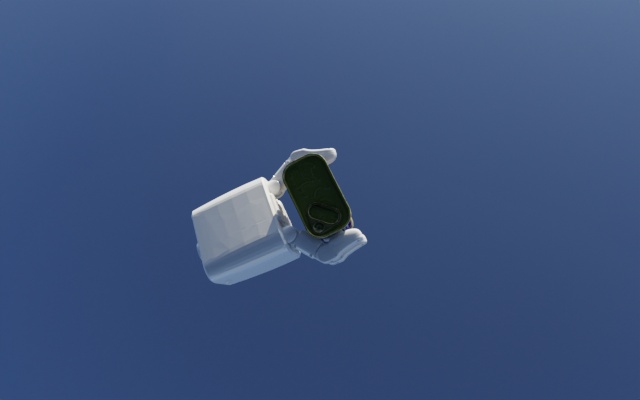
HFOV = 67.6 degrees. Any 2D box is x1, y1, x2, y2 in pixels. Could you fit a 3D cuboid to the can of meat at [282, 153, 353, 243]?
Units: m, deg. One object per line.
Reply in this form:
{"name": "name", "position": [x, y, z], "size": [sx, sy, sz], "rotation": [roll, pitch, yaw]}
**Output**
{"name": "can of meat", "position": [0.000, 0.002, 0.605], "size": [0.057, 0.102, 0.084], "rotation": [-27, -15, 1]}
